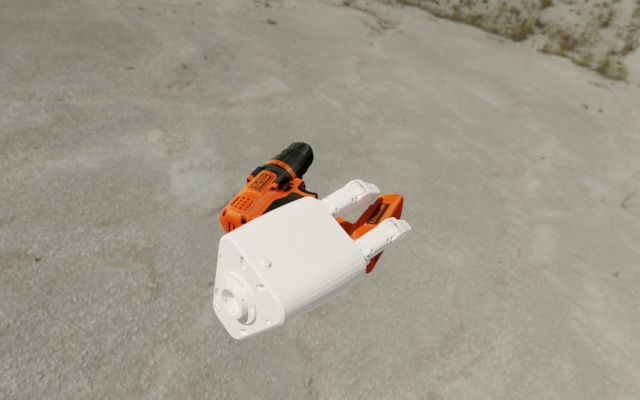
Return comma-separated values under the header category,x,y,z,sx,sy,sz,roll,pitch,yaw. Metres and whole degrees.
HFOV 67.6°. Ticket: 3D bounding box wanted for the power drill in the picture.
category,x,y,z,sx,sy,sz,roll,pitch,yaw
power drill,0.000,0.002,0.580,0.187,0.057,0.184,18,45,20
